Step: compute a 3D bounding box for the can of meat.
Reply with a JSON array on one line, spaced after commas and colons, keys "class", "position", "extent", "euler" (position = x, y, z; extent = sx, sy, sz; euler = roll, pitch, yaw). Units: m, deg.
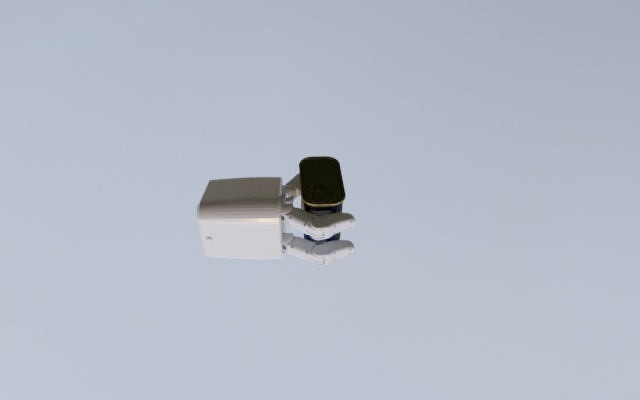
[{"class": "can of meat", "position": [0.000, 0.002, 0.663], "extent": [0.057, 0.084, 0.102], "euler": [-2, 42, -5]}]
